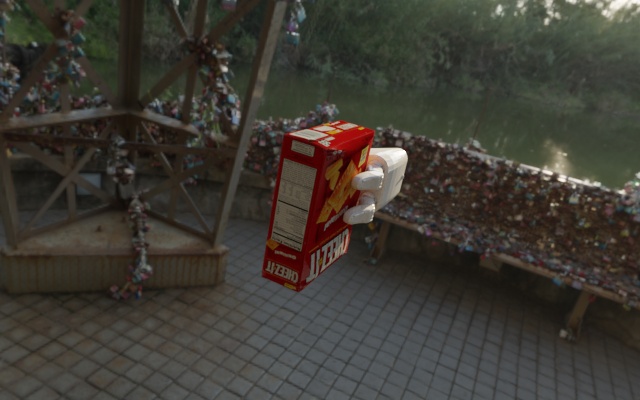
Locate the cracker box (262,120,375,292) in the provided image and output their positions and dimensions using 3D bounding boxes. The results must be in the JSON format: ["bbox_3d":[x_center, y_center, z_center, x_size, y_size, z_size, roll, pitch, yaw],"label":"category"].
[{"bbox_3d":[0.000,0.002,0.693,0.072,0.214,0.164,20,23,22],"label":"cracker box"}]
